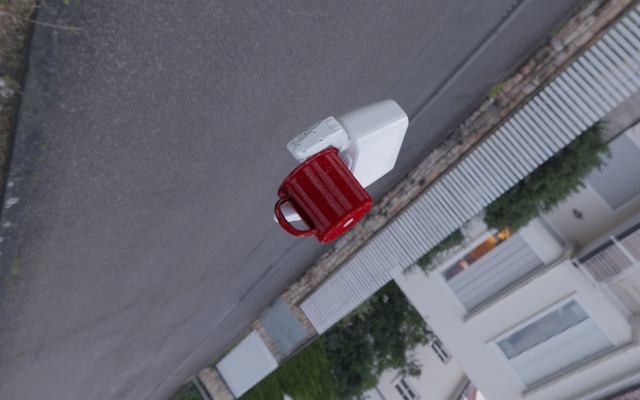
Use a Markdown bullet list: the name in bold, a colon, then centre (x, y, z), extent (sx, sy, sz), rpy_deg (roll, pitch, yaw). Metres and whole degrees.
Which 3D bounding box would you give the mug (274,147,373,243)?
- **mug**: centre (-0.001, 0.003, 0.567), extent (0.117, 0.081, 0.093), rpy_deg (-30, -15, -32)
